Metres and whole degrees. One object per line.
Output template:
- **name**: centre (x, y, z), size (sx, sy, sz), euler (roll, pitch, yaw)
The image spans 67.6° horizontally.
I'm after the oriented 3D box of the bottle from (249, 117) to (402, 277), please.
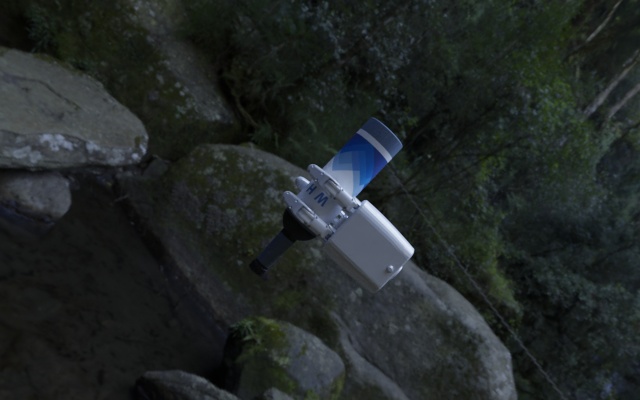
- **bottle**: centre (0.000, 0.002, 0.735), size (0.069, 0.296, 0.069), euler (43, 2, -2)
